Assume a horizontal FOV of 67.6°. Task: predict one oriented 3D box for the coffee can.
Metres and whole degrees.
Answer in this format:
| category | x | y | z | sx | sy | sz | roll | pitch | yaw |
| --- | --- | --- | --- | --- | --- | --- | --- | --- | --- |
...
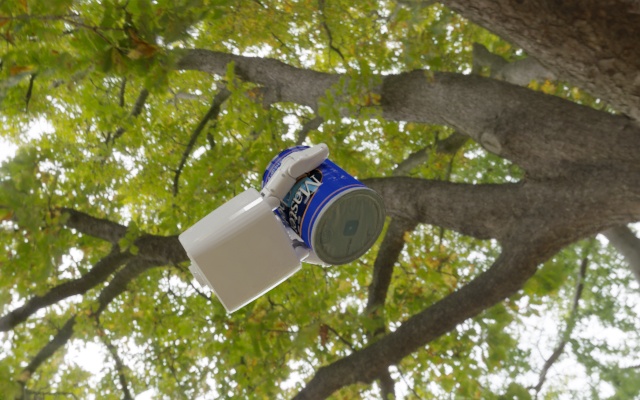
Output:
| category | x | y | z | sx | sy | sz | roll | pitch | yaw |
| --- | --- | --- | --- | --- | --- | --- | --- | --- | --- |
| coffee can | 0.000 | 0.002 | 0.607 | 0.103 | 0.103 | 0.140 | 0 | 26 | -35 |
